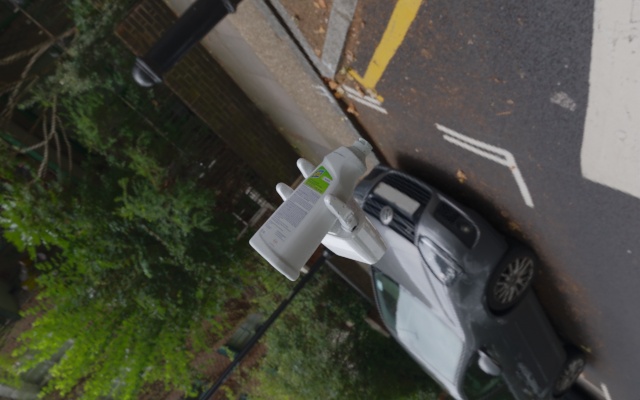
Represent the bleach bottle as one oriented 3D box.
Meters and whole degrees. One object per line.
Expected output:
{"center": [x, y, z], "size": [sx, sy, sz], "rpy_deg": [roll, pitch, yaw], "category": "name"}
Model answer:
{"center": [0.000, 0.003, 0.775], "size": [0.102, 0.251, 0.068], "rpy_deg": [34, -9, 45], "category": "bleach bottle"}
